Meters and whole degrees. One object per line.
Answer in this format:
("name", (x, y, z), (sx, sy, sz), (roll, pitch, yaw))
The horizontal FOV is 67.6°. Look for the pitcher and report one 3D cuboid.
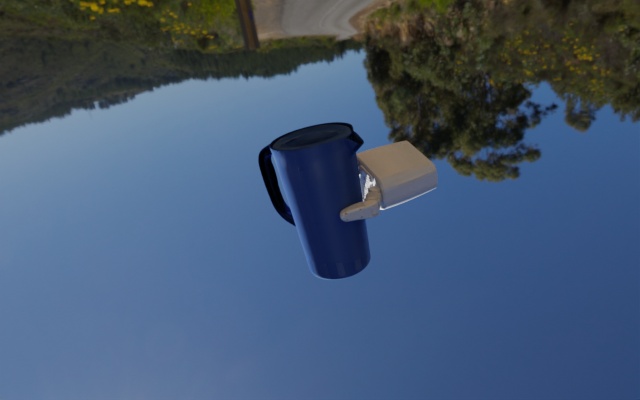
("pitcher", (0.000, 0.003, 0.785), (0.145, 0.243, 0.149), (-19, 22, -15))
